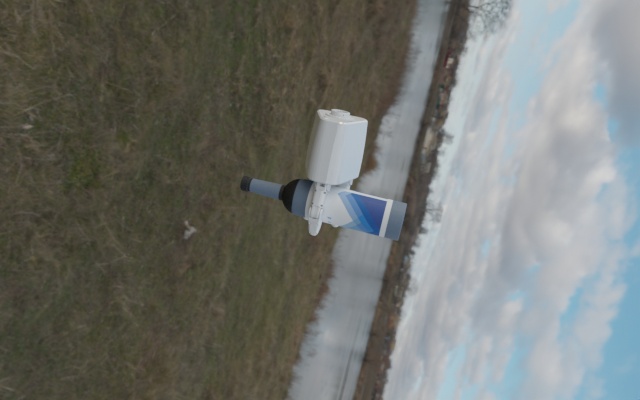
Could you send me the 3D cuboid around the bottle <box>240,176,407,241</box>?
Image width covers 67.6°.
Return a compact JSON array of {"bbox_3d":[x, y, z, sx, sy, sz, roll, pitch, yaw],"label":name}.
[{"bbox_3d":[0.000,0.003,0.847,0.295,0.069,0.069,14,2,9],"label":"bottle"}]
